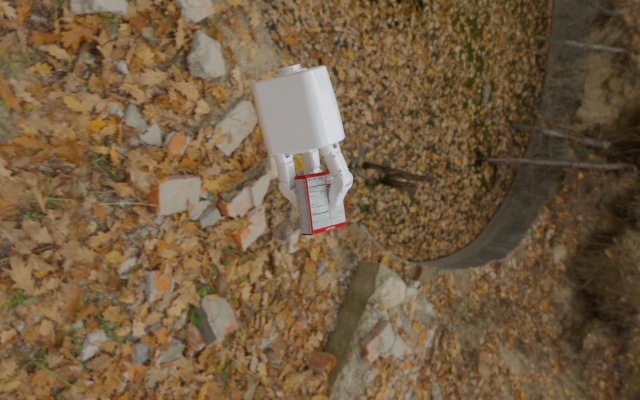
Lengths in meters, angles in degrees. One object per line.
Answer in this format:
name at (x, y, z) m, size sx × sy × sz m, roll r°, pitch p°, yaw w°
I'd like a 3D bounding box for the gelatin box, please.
gelatin box at (0.000, 0.003, 0.717) m, size 0.073 × 0.089 × 0.030 m, roll -12°, pitch 7°, yaw -44°
